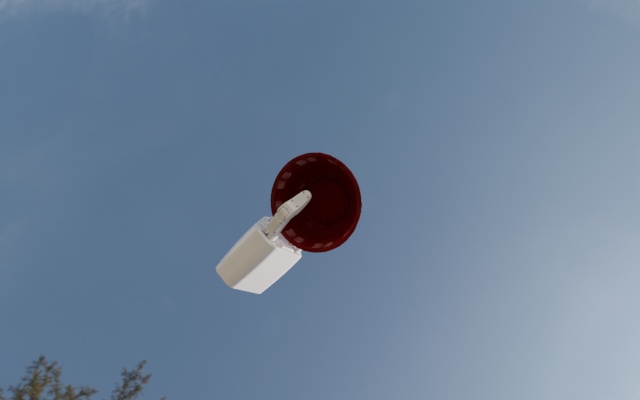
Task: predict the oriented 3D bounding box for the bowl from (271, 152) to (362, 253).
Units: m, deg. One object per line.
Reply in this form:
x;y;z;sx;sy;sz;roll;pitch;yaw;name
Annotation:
0.001;0.002;0.787;0.162;0.162;0.055;0;3;25;bowl
